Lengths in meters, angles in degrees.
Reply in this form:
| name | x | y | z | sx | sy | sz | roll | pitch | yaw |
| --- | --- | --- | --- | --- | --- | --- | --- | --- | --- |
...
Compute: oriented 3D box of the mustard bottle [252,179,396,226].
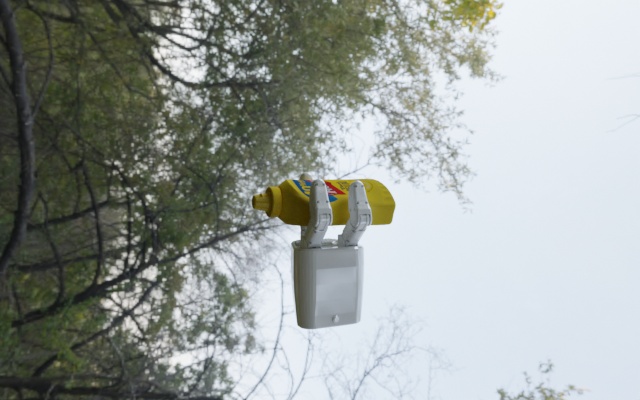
| name | x | y | z | sx | sy | sz | roll | pitch | yaw |
| --- | --- | --- | --- | --- | --- | --- | --- | --- | --- |
| mustard bottle | 0.000 | 0.002 | 0.659 | 0.191 | 0.058 | 0.096 | -1 | 26 | -23 |
